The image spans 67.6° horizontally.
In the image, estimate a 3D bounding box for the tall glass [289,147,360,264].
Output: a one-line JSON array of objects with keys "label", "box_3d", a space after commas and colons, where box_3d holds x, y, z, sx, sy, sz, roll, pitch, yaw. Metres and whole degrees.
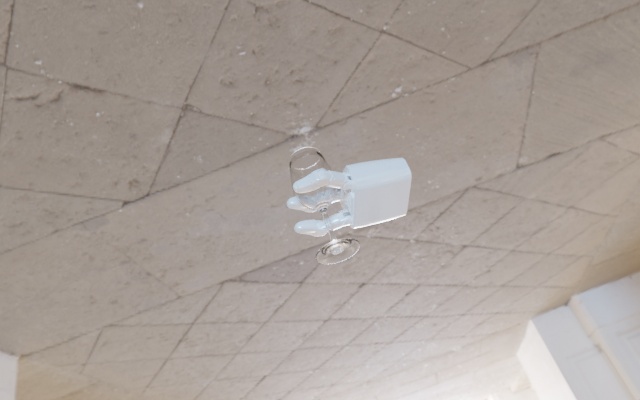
[{"label": "tall glass", "box_3d": [0.000, 0.003, 0.809, 0.079, 0.201, 0.079, -14, -33, -9]}]
